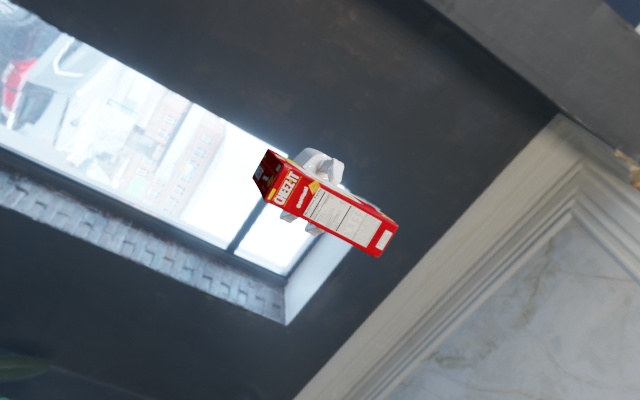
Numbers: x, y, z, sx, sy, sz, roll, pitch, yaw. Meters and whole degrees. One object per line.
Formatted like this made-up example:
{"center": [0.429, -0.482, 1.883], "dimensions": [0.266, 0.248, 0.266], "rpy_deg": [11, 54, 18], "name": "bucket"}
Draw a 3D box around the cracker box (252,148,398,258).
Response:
{"center": [0.000, 0.003, 0.792], "dimensions": [0.214, 0.072, 0.164], "rpy_deg": [28, 5, -20], "name": "cracker box"}
